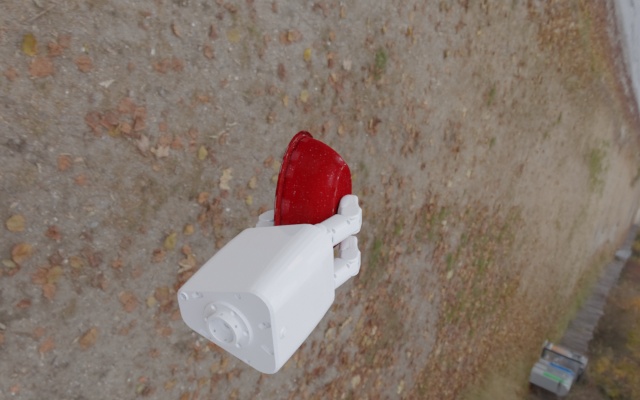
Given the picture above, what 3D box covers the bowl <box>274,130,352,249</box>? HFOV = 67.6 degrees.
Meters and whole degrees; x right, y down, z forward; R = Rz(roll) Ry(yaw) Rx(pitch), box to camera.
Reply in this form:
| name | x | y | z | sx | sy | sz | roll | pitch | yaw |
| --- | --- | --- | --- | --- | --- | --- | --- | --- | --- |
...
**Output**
| name | x | y | z | sx | sy | sz | roll | pitch | yaw |
| --- | --- | --- | --- | --- | --- | --- | --- | --- | --- |
| bowl | 0.001 | 0.001 | 0.553 | 0.055 | 0.162 | 0.162 | 6 | 1 | 15 |
